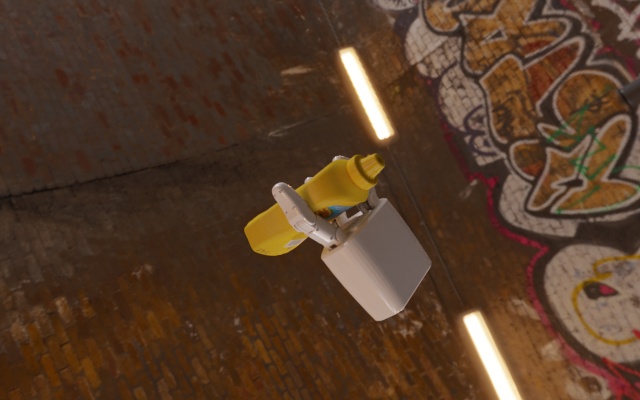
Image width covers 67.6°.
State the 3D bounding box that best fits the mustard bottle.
[{"bbox_3d":[0.000,0.002,0.582,0.192,0.058,0.096,-35,-17,32],"label":"mustard bottle"}]
